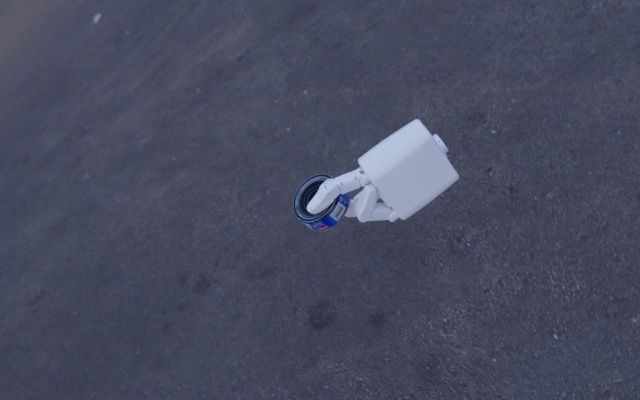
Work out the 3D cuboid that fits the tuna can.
[{"bbox_3d":[0.000,0.002,0.739,0.086,0.086,0.034,0,-26,37],"label":"tuna can"}]
